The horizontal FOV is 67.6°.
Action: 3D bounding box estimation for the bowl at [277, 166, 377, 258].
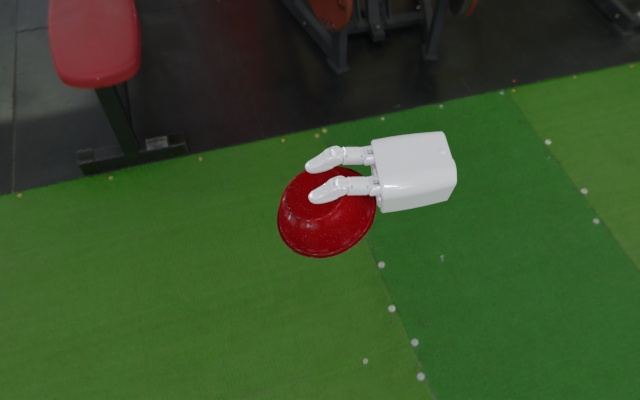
[{"bbox_3d":[-0.001,0.003,0.716,0.162,0.162,0.055,0,-30,21],"label":"bowl"}]
